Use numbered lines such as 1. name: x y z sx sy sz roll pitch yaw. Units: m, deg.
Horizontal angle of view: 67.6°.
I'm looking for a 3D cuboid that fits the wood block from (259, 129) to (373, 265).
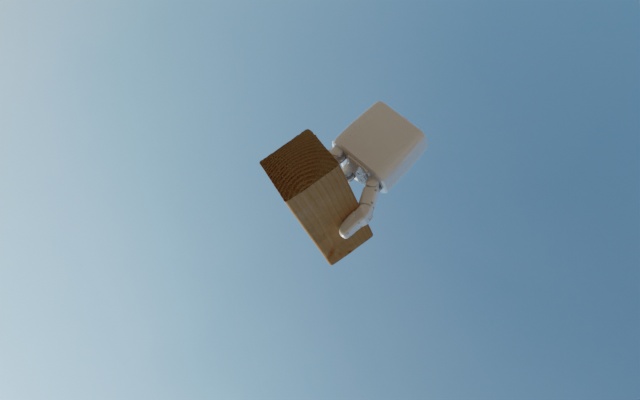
1. wood block: 0.001 0.002 0.732 0.090 0.090 0.206 -35 -37 -3
